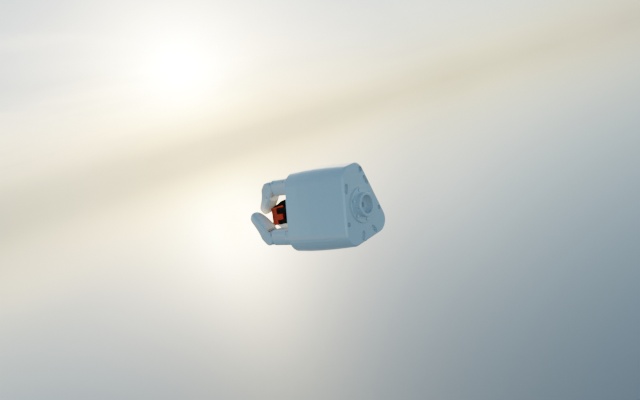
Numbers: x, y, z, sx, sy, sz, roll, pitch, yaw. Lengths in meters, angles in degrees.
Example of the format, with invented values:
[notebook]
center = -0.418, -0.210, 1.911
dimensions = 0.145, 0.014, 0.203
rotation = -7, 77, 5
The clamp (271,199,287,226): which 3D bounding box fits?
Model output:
[clamp]
center = 0.000, 0.002, 0.766
dimensions = 0.120, 0.039, 0.171
rotation = -5, 15, 42
